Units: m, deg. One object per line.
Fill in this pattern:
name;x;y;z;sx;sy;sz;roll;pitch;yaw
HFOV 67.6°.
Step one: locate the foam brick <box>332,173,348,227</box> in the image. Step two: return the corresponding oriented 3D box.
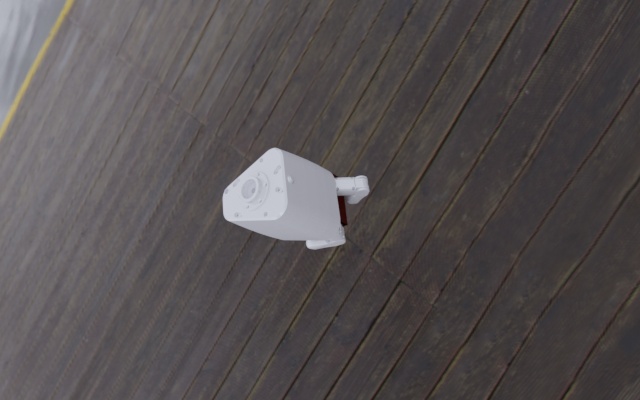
foam brick;0.000;0.002;0.685;0.053;0.078;0.051;-22;-28;30
